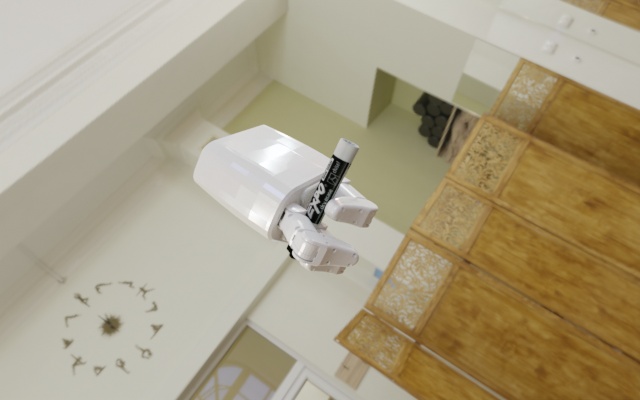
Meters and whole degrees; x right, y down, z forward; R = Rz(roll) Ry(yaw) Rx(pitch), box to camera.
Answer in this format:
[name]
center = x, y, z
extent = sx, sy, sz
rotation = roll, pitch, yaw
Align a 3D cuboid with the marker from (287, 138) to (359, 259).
[marker]
center = 0.000, 0.001, 0.433
extent = 0.020, 0.121, 0.020
rotation = 24, 17, -8
